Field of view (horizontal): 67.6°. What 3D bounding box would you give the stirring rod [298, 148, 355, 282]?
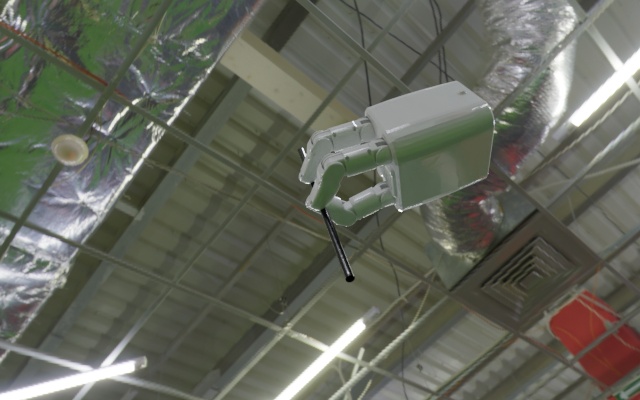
[{"bbox_3d":[0.000,0.002,0.498,0.011,0.011,0.239,0,32,-14],"label":"stirring rod"}]
